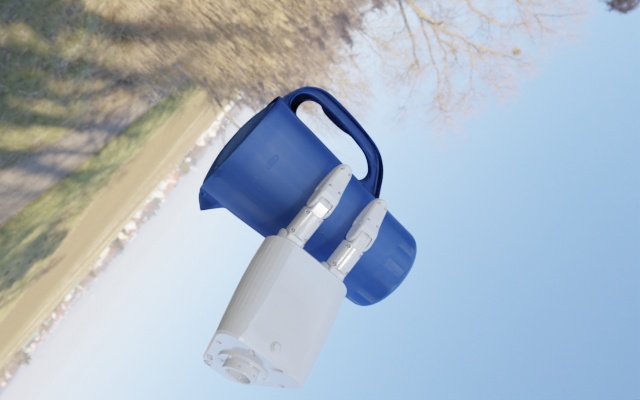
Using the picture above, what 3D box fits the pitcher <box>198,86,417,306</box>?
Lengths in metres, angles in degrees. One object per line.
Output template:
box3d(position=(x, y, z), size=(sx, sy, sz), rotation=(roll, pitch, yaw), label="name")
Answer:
box3d(position=(0.000, 0.002, 0.542), size=(0.243, 0.145, 0.149), rotation=(41, -42, -16), label="pitcher")
